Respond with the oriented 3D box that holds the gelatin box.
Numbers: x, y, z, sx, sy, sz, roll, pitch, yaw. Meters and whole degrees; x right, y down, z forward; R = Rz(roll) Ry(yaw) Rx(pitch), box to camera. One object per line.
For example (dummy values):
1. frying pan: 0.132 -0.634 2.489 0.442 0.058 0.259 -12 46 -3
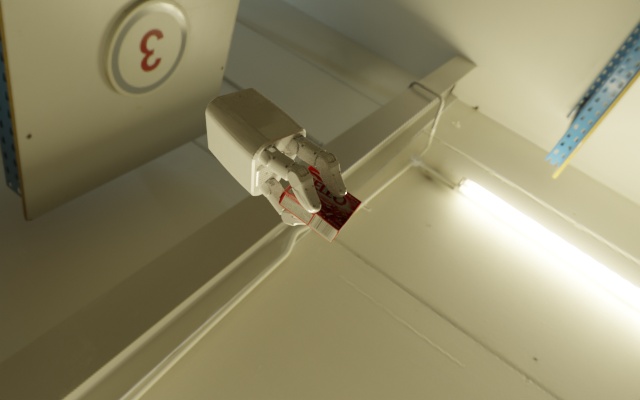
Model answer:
1. gelatin box: 0.000 0.003 0.633 0.089 0.030 0.073 37 42 5
